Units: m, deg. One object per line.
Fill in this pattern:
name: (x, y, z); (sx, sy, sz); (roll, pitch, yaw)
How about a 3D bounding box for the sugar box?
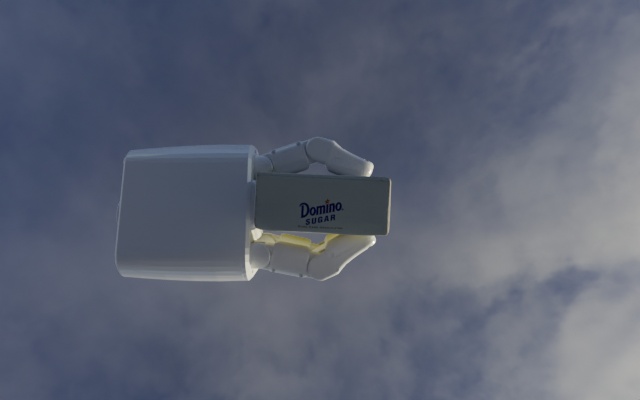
sugar box: (0.000, 0.002, 0.404); (0.093, 0.048, 0.176); (3, 3, 0)
